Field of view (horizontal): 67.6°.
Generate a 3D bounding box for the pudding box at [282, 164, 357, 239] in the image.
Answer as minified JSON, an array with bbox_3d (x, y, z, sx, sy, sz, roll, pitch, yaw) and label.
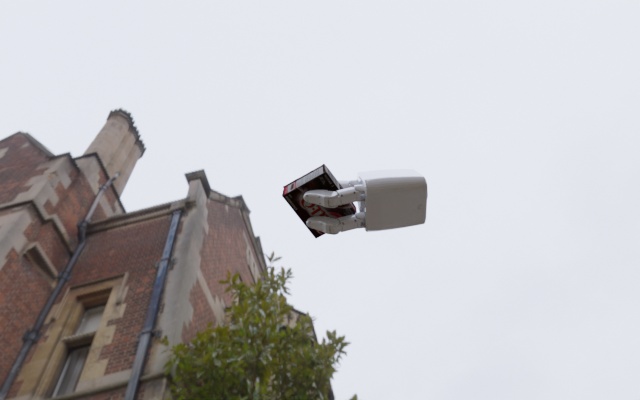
[{"bbox_3d":[0.000,0.003,0.838,0.090,0.113,0.039,-29,27,15],"label":"pudding box"}]
